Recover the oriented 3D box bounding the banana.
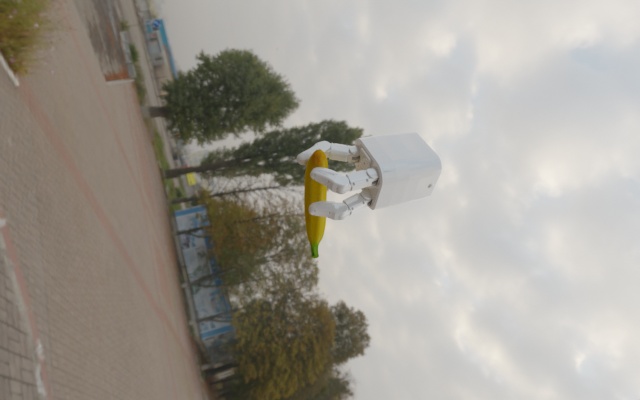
[{"bbox_3d":[-0.005,-0.004,0.785,0.037,0.198,0.069,-8,31,-13],"label":"banana"}]
